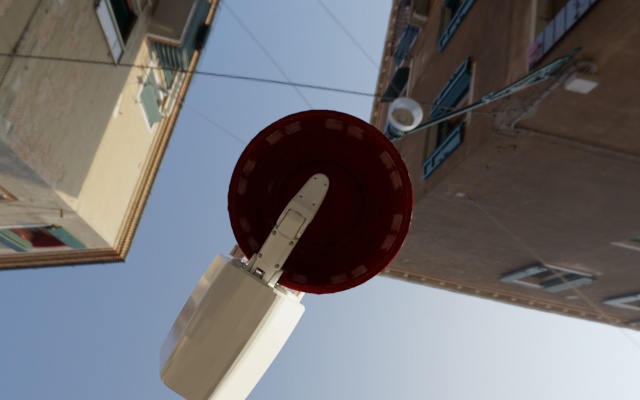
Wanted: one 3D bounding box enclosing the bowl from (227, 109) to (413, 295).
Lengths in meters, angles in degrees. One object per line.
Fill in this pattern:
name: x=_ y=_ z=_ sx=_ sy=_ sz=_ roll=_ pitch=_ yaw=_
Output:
bowl: x=0.001 y=0.001 z=0.440 sx=0.162 sy=0.162 sz=0.055 roll=0 pitch=-2 yaw=1
